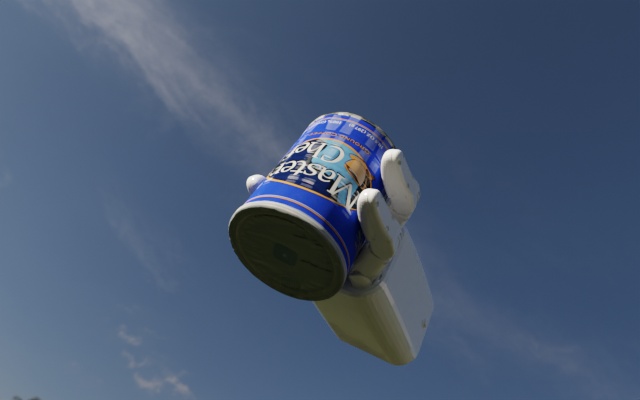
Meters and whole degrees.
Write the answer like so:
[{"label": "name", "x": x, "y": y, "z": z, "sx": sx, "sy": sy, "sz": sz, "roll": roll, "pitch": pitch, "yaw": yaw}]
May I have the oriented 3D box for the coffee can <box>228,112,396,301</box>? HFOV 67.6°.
[{"label": "coffee can", "x": 0.000, "y": 0.001, "z": 0.421, "sx": 0.103, "sy": 0.103, "sz": 0.140, "roll": 0, "pitch": 38, "yaw": 32}]
